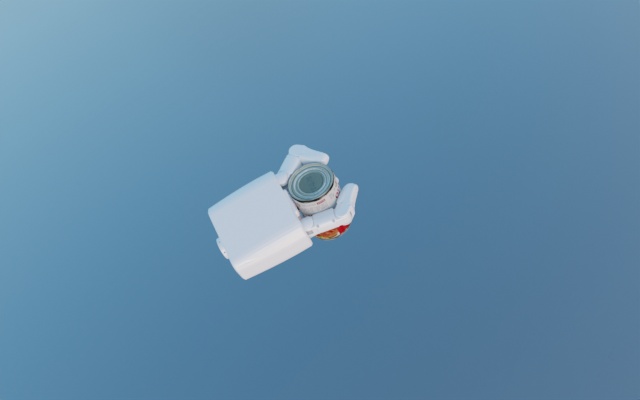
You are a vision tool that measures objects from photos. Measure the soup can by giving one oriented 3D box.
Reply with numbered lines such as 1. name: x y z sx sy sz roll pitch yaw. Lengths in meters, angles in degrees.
1. soup can: 0.001 0.002 0.680 0.068 0.068 0.102 0 -34 20
